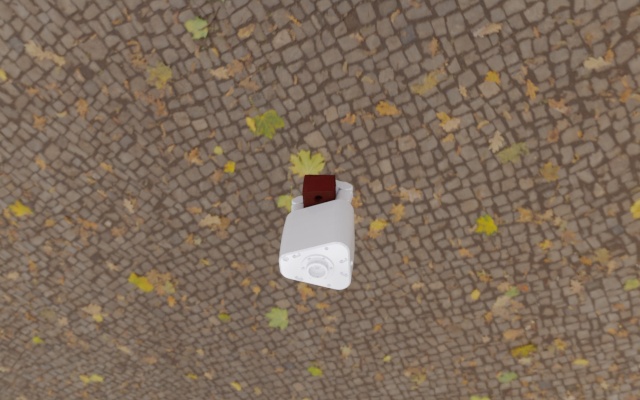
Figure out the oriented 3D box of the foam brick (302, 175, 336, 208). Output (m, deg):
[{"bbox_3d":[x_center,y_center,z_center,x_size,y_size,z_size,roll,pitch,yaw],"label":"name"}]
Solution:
[{"bbox_3d":[0.000,0.002,0.788,0.053,0.078,0.051,-1,34,5],"label":"foam brick"}]
